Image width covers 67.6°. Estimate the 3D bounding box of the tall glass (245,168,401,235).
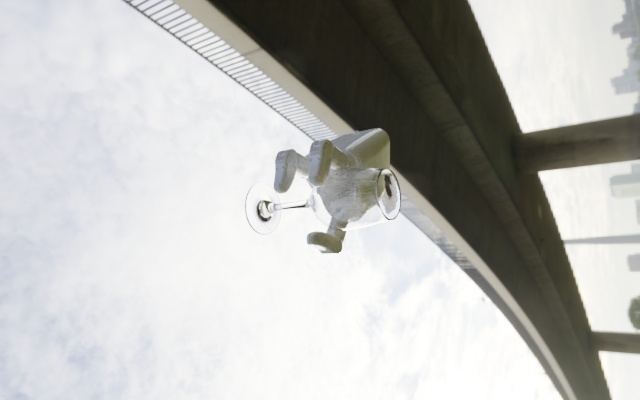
[{"bbox_3d":[-0.001,0.002,0.614,0.201,0.079,0.079,-6,-4,36],"label":"tall glass"}]
